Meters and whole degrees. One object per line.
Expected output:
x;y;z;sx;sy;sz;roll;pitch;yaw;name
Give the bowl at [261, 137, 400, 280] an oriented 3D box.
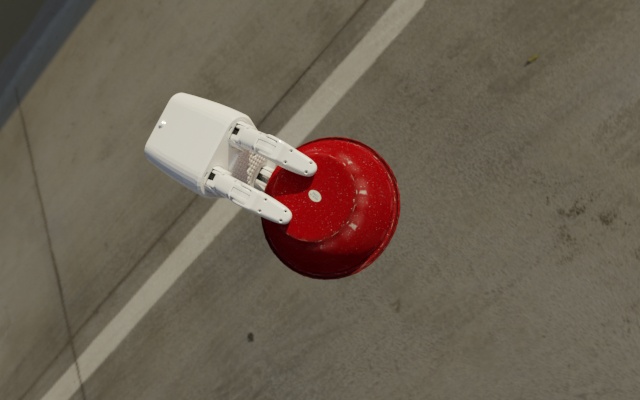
0.001;0.002;0.505;0.162;0.162;0.055;0;-11;18;bowl
